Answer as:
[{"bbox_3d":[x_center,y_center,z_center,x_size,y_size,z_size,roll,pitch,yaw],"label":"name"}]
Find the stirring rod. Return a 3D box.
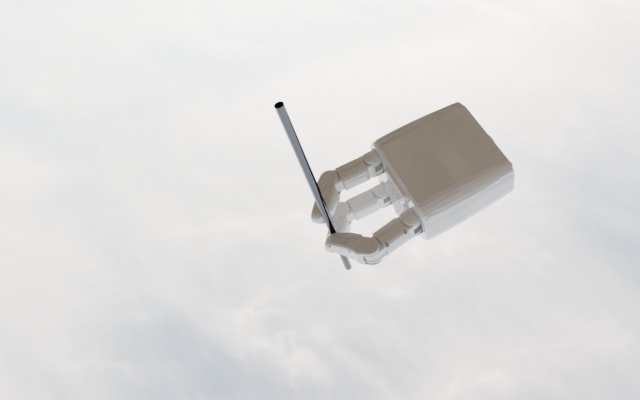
[{"bbox_3d":[0.000,0.001,0.450,0.011,0.011,0.240,0,-38,19],"label":"stirring rod"}]
